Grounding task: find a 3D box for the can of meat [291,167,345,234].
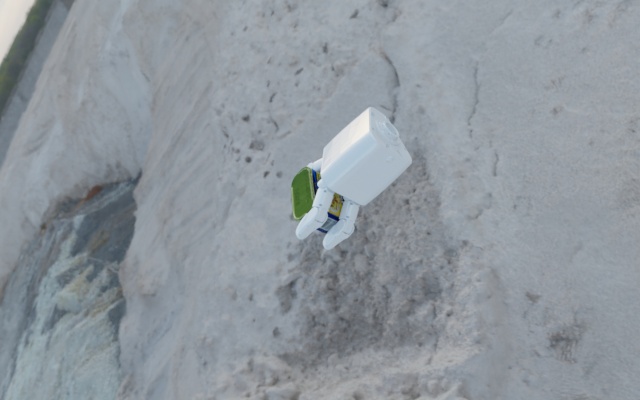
[{"bbox_3d":[0.000,0.002,0.785,0.084,0.102,0.057,26,-50,-35],"label":"can of meat"}]
